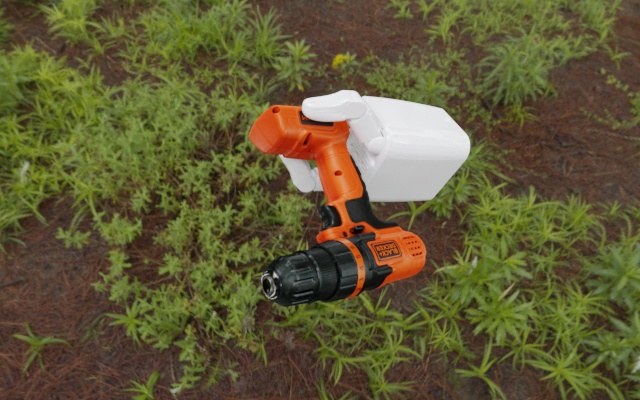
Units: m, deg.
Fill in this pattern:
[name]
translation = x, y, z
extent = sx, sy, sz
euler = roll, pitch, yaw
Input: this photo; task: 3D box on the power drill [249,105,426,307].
[power drill]
translation = 0.000, 0.001, 0.446
extent = 0.184, 0.187, 0.057
euler = -4, -27, -44
